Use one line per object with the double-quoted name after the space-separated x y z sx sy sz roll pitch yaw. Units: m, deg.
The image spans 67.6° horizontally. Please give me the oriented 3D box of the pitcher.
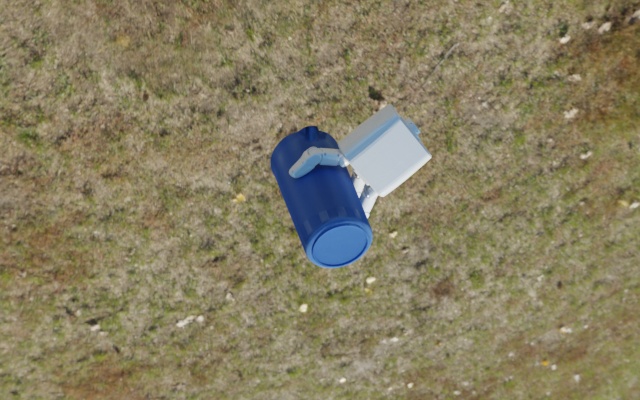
0.000 0.003 0.815 0.145 0.242 0.149 -38 -50 15 "pitcher"
